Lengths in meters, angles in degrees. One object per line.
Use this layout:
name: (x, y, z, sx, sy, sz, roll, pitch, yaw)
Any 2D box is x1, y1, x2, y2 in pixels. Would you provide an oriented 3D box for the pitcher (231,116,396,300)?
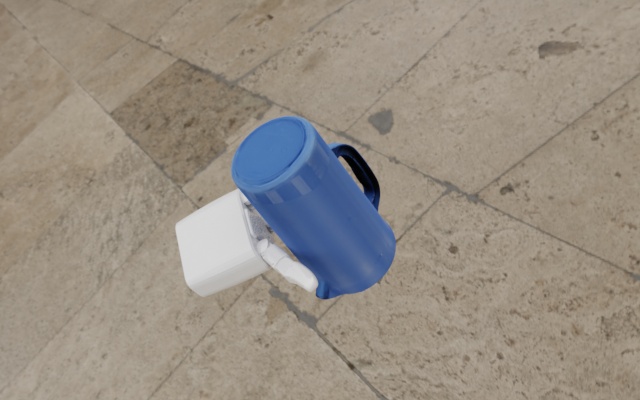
pitcher: (0.000, 0.002, 0.609, 0.145, 0.149, 0.243, -27, -44, 10)
